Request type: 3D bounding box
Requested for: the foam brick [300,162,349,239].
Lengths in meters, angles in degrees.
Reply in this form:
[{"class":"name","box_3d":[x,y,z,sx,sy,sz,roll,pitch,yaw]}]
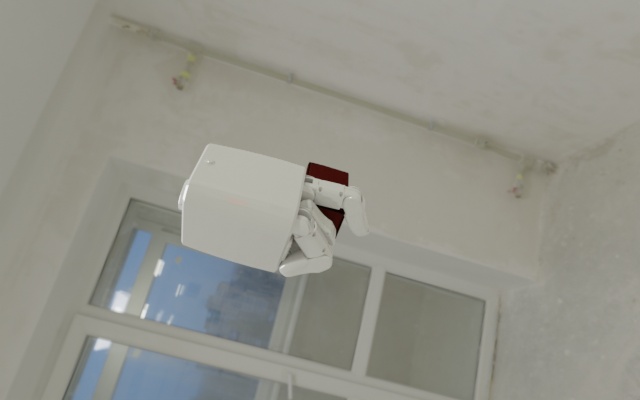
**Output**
[{"class":"foam brick","box_3d":[0.000,0.002,0.552,0.051,0.053,0.078,15,37,-6]}]
